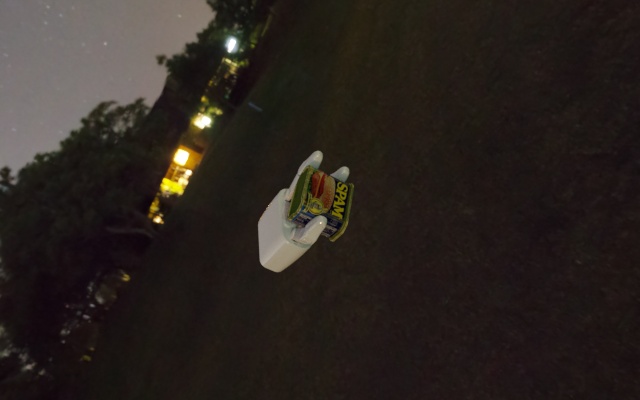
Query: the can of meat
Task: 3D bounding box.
[{"bbox_3d":[0.000,0.002,0.772,0.084,0.102,0.057,25,-38,-17],"label":"can of meat"}]
